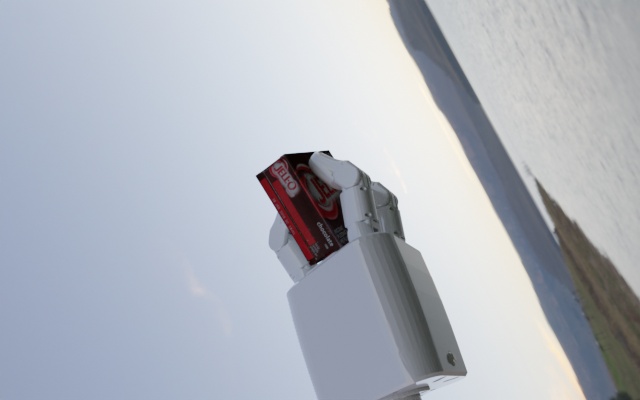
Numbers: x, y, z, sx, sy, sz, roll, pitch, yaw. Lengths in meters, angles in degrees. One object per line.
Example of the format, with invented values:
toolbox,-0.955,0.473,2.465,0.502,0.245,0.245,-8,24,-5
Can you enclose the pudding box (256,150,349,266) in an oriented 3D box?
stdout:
pudding box,0.000,0.002,0.432,0.039,0.090,0.113,-32,-4,19
